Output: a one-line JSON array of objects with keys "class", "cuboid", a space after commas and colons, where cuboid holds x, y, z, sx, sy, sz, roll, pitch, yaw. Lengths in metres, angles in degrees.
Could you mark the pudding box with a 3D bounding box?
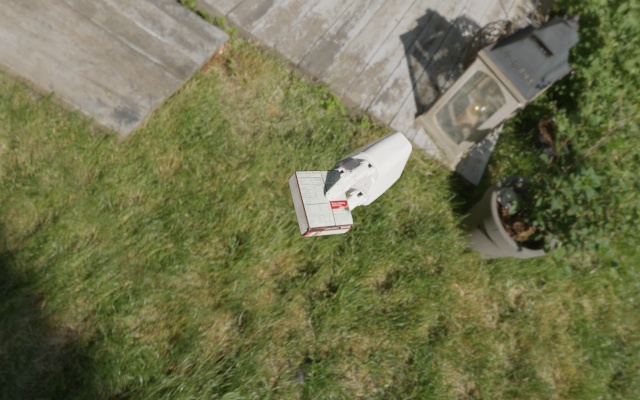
[{"class": "pudding box", "cuboid": [0.000, 0.003, 0.830, 0.090, 0.113, 0.039, -4, -24, -26]}]
